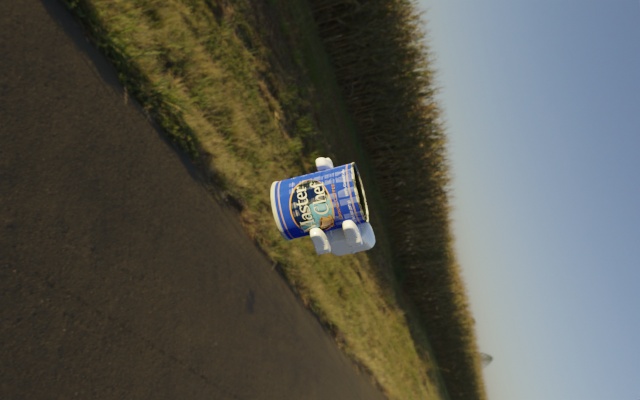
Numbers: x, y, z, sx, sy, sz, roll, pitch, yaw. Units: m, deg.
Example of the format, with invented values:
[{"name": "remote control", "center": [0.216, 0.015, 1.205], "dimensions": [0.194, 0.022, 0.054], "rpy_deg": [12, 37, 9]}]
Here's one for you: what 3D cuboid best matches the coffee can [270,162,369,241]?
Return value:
[{"name": "coffee can", "center": [0.000, 0.003, 0.798], "dimensions": [0.140, 0.103, 0.103], "rpy_deg": [-13, -3, 11]}]
